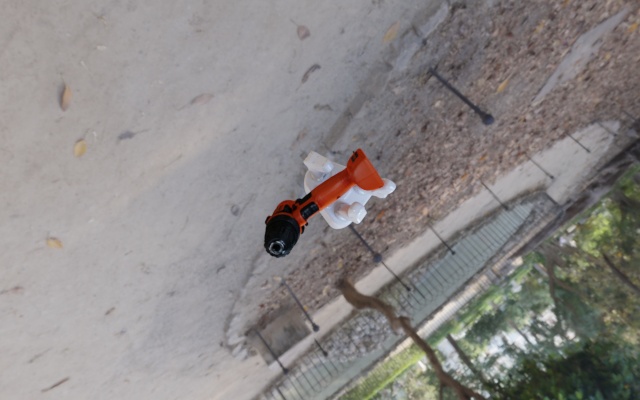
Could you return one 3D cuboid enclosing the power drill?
[{"bbox_3d":[0.001,0.002,0.703,0.187,0.057,0.184,-33,13,9],"label":"power drill"}]
